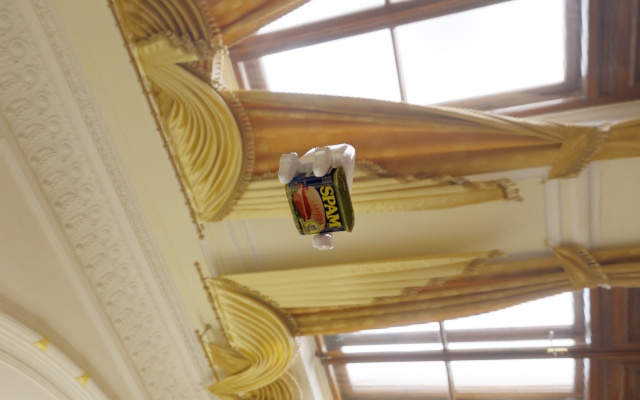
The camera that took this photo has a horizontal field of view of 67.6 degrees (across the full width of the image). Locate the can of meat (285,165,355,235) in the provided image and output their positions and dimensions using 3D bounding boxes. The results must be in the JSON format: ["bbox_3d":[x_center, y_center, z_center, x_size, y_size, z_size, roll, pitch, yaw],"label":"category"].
[{"bbox_3d":[0.000,0.003,0.738,0.084,0.102,0.057,-7,24,17],"label":"can of meat"}]
